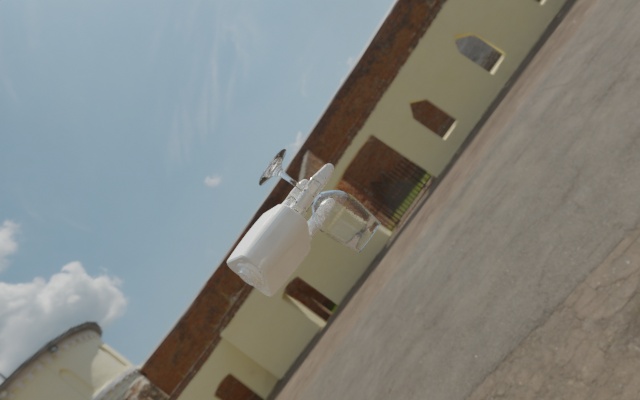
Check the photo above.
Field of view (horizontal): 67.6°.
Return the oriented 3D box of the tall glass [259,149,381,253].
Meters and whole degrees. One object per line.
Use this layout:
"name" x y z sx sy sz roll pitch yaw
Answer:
"tall glass" 0.000 0.002 0.785 0.201 0.079 0.079 36 3 5
